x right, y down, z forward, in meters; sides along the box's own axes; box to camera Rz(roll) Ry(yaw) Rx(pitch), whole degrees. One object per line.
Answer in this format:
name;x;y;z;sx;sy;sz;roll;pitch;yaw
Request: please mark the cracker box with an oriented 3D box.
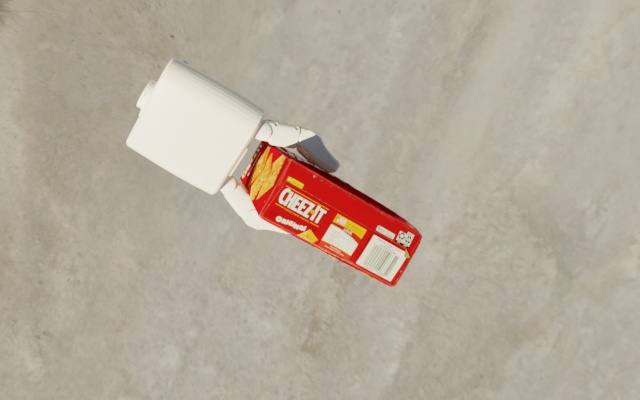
cracker box;0.000;0.002;0.558;0.164;0.072;0.213;29;5;-18
